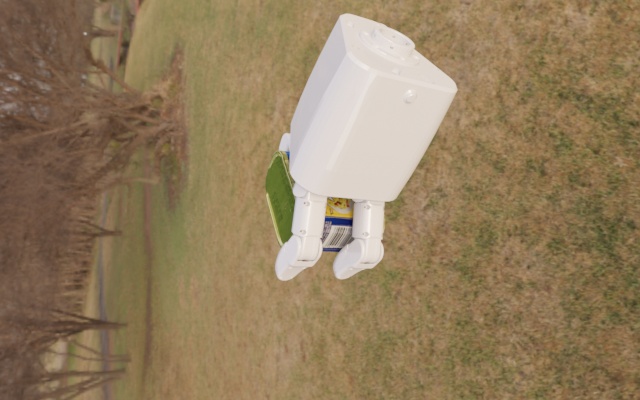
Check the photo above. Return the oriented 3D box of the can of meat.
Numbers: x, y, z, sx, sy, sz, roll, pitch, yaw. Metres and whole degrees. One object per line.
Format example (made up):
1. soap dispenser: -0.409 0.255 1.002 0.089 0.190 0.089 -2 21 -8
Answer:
1. can of meat: 0.000 0.001 0.448 0.084 0.102 0.057 5 -46 -28
